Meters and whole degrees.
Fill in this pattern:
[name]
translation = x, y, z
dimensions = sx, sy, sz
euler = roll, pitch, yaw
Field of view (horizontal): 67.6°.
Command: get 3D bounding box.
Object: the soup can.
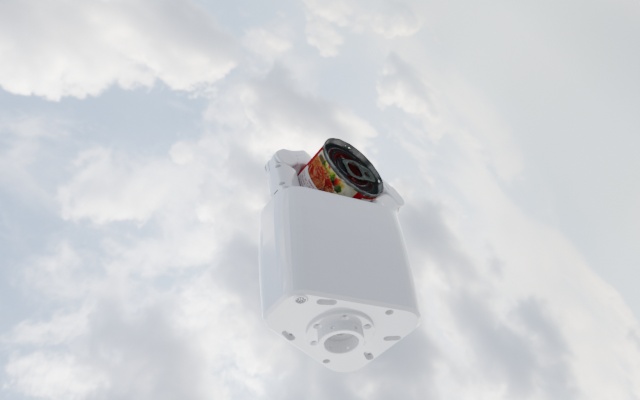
[soup can]
translation = 0.000, 0.001, 0.444
dimensions = 0.068, 0.068, 0.102
euler = 0, -39, -51
